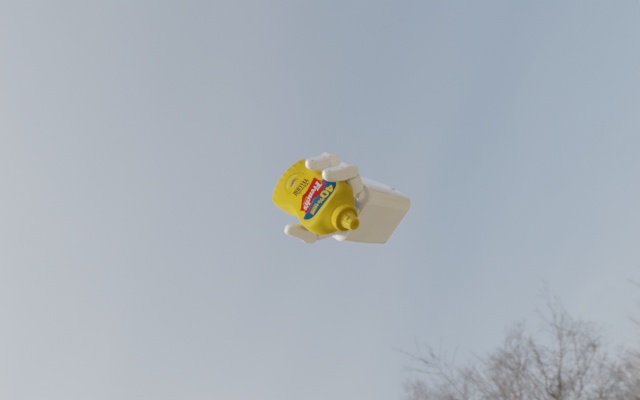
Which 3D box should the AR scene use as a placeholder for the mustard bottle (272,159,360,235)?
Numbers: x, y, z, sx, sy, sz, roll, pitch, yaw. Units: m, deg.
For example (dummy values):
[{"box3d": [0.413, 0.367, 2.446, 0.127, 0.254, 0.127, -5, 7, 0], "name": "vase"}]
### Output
[{"box3d": [0.000, 0.002, 0.770, 0.058, 0.096, 0.191, 42, -5, -39], "name": "mustard bottle"}]
